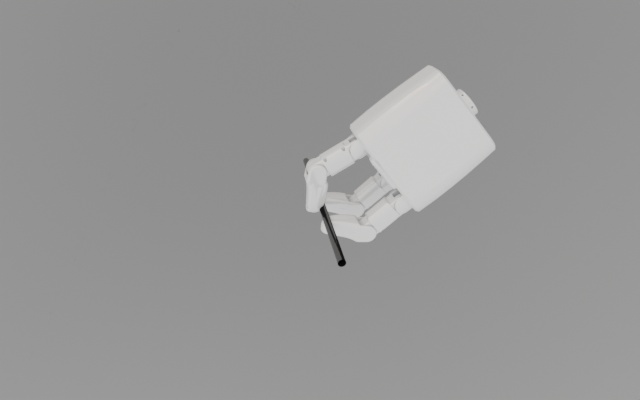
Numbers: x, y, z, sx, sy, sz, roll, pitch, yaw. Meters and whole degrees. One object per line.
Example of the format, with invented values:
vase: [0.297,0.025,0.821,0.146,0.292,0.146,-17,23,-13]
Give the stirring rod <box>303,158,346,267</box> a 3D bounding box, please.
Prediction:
stirring rod: [0.000,0.002,0.541,0.011,0.011,0.239,0,28,-11]
